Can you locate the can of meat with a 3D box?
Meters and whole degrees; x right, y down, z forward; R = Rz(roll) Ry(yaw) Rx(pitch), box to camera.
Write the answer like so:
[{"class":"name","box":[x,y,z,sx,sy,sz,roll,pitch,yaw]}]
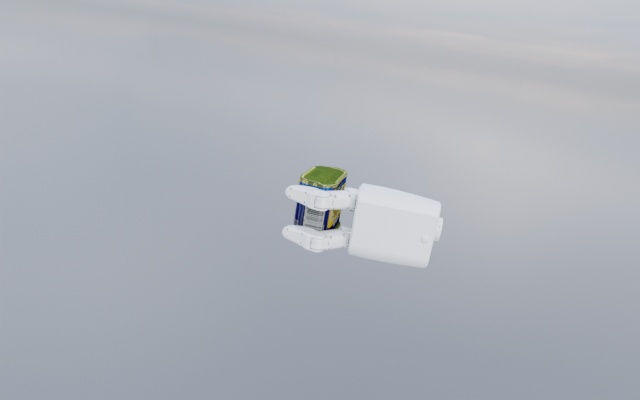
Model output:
[{"class":"can of meat","box":[0.000,0.002,0.670,0.057,0.084,0.102,13,19,11]}]
